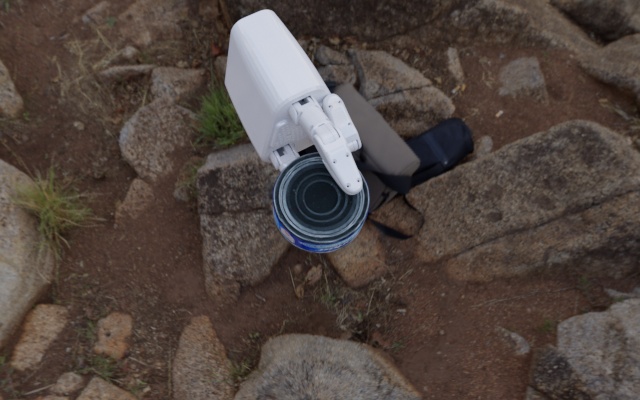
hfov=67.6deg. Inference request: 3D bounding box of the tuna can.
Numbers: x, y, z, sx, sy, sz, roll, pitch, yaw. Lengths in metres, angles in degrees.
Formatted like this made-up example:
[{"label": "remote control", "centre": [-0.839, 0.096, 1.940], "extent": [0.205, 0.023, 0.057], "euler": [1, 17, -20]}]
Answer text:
[{"label": "tuna can", "centre": [0.000, 0.001, 0.423], "extent": [0.086, 0.086, 0.034], "euler": [0, -19, -4]}]
